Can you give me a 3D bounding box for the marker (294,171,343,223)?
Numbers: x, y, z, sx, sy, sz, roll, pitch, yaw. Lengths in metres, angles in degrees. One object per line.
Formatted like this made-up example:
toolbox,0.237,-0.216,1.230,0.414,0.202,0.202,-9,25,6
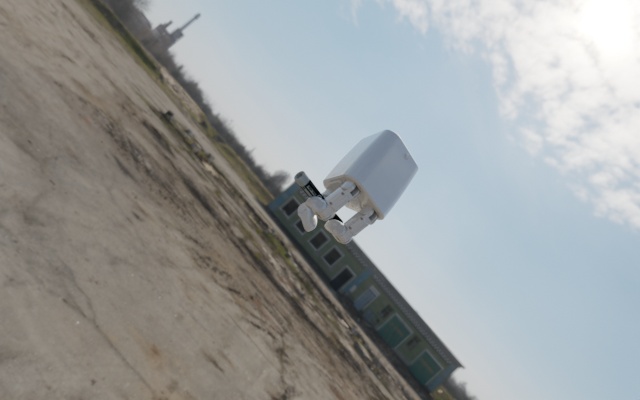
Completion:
marker,0.000,0.002,0.743,0.020,0.020,0.121,0,-42,46
